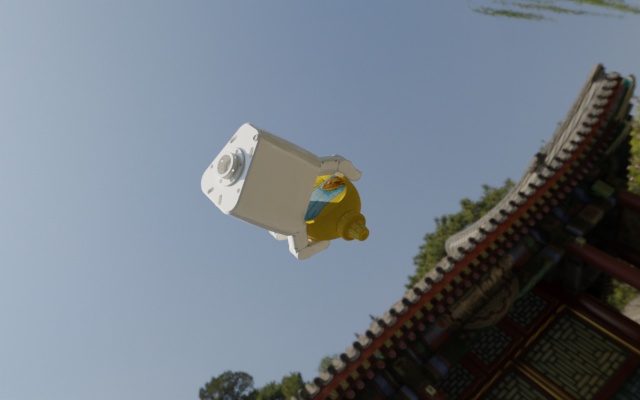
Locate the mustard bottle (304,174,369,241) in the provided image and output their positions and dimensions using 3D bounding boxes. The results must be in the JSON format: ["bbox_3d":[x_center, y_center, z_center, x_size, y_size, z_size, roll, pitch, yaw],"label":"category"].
[{"bbox_3d":[0.000,0.002,0.672,0.191,0.096,0.058,37,-15,43],"label":"mustard bottle"}]
